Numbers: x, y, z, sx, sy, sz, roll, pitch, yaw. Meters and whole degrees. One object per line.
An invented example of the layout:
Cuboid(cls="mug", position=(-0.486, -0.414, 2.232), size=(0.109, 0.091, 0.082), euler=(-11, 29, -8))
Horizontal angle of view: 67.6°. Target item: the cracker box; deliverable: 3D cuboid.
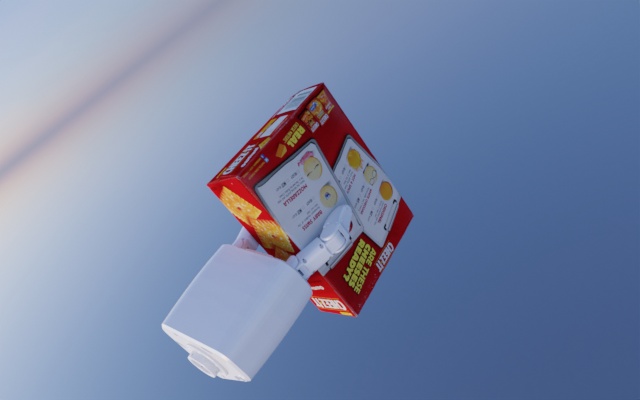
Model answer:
Cuboid(cls="cracker box", position=(0.000, 0.002, 0.553), size=(0.072, 0.214, 0.164), euler=(-7, 39, 48))
